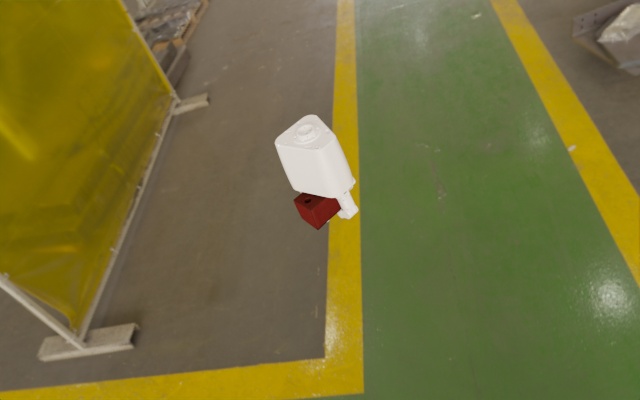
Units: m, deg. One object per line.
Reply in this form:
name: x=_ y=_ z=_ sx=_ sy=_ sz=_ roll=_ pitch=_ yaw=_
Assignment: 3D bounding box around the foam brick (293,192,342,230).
foam brick: x=0.000 y=0.003 z=0.866 sx=0.078 sy=0.051 sz=0.053 roll=-41 pitch=45 yaw=-19
